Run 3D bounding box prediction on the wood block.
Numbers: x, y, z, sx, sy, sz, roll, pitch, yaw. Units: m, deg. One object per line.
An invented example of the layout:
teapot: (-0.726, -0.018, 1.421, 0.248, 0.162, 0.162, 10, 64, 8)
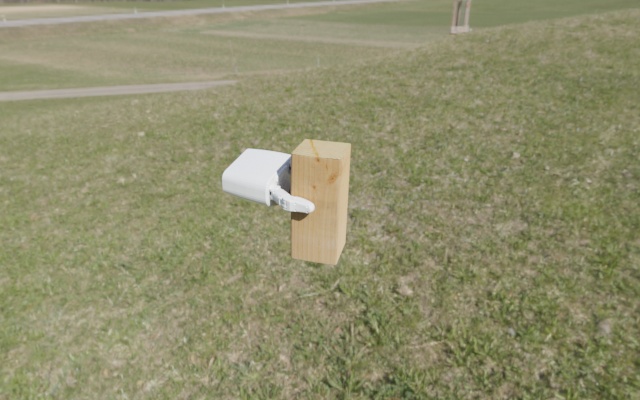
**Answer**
wood block: (0.000, 0.003, 0.876, 0.090, 0.206, 0.090, 8, 26, 13)
